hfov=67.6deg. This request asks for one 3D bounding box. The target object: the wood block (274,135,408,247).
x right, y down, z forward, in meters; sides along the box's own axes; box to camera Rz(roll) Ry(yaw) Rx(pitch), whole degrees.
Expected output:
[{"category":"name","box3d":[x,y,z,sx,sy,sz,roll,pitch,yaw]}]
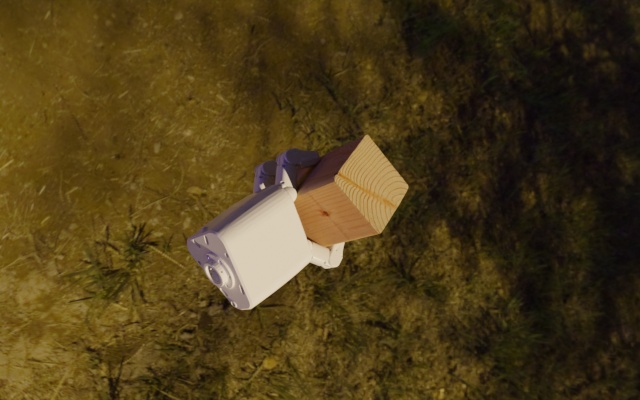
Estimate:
[{"category":"wood block","box3d":[0.000,0.003,0.639,0.206,0.091,0.090,-19,27,50]}]
